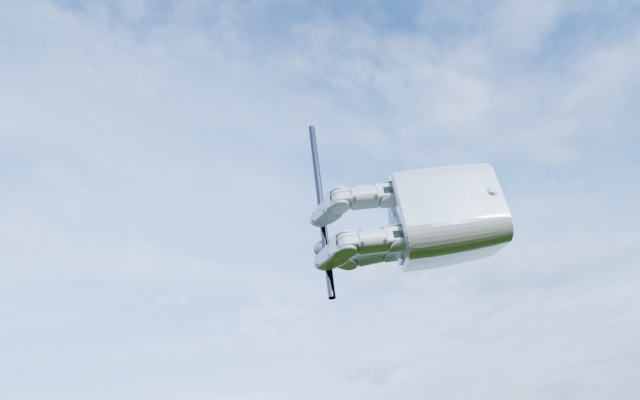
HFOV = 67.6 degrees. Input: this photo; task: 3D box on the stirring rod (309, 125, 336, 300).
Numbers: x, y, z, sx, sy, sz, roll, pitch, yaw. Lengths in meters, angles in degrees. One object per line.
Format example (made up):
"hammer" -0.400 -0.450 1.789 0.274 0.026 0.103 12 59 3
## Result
"stirring rod" 0.000 0.002 0.553 0.011 0.239 0.011 -5 -36 -3
